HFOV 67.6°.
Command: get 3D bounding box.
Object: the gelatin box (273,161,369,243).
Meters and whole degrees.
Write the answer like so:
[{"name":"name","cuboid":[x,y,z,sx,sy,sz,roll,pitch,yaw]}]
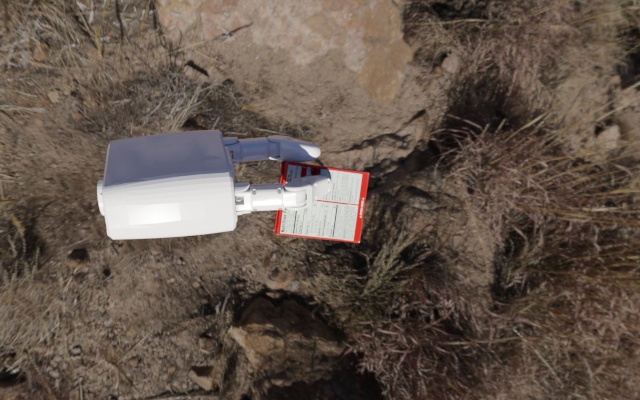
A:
[{"name":"gelatin box","cuboid":[0.001,0.002,0.486,0.089,0.073,0.030,7,2,-11]}]
